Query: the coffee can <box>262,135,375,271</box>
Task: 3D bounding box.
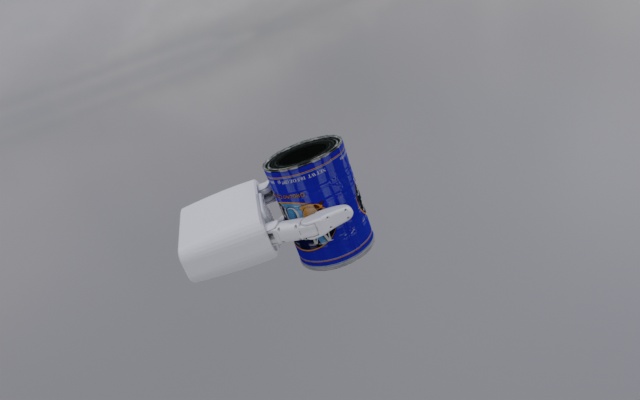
[{"bbox_3d":[0.000,0.002,0.601,0.103,0.140,0.102,-18,21,7],"label":"coffee can"}]
